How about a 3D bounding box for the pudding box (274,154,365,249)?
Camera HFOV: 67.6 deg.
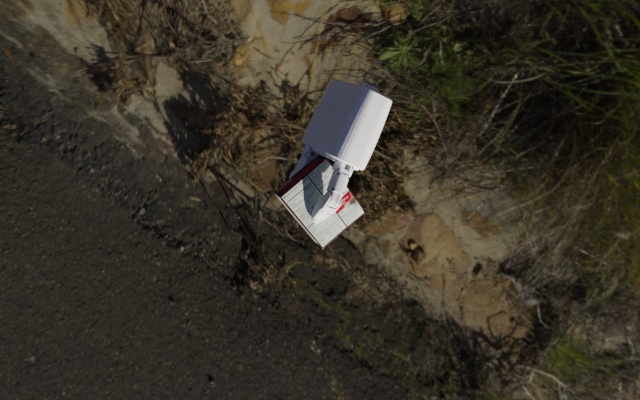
[{"bbox_3d":[0.000,0.002,0.711,0.090,0.113,0.039,-40,22,-5],"label":"pudding box"}]
